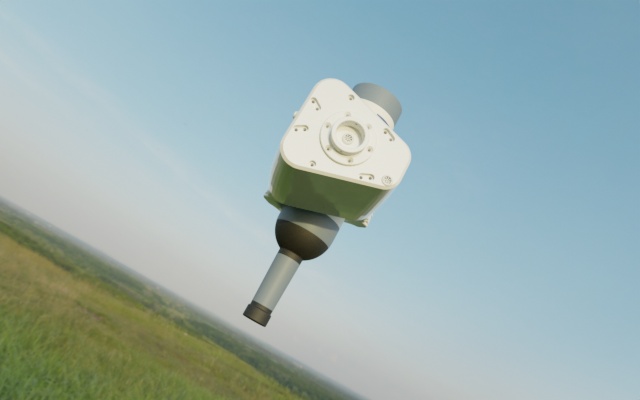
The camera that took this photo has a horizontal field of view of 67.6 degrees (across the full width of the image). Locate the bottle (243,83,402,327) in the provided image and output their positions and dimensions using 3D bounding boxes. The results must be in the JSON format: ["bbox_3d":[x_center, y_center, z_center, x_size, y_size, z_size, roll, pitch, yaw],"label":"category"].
[{"bbox_3d":[0.000,0.002,0.535,0.069,0.295,0.069,26,-18,9],"label":"bottle"}]
